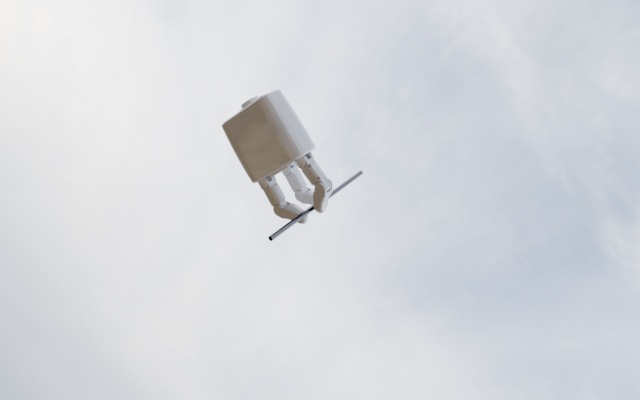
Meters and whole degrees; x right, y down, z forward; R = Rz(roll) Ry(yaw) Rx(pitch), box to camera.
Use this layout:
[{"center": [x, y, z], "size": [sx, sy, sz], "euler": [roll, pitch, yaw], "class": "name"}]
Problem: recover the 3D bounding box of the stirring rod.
[{"center": [0.000, 0.002, 0.761], "size": [0.011, 0.011, 0.239], "euler": [0, 26, 41], "class": "stirring rod"}]
